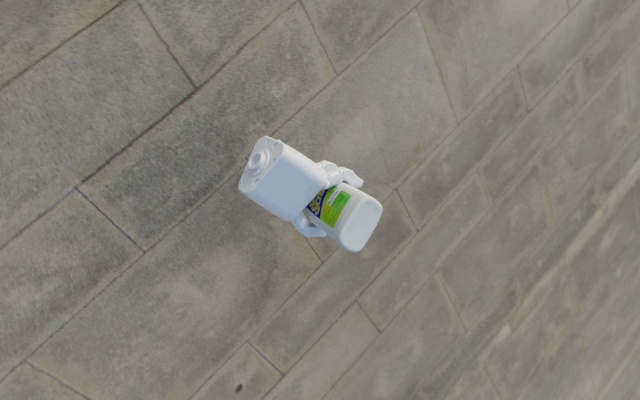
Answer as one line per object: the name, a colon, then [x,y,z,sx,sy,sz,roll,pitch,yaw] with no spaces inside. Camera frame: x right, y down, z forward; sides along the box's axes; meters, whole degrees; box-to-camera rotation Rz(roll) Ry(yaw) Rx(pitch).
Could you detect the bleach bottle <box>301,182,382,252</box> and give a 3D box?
bleach bottle: [0.000,0.003,0.894,0.068,0.102,0.250,33,-3,-39]
